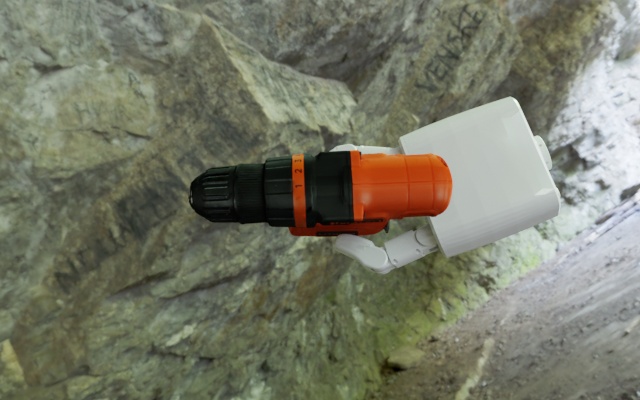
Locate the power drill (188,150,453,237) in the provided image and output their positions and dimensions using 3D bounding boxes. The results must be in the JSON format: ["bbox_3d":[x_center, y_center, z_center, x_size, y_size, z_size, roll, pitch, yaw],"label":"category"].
[{"bbox_3d":[0.000,0.001,0.406,0.184,0.057,0.187,-1,-5,0],"label":"power drill"}]
